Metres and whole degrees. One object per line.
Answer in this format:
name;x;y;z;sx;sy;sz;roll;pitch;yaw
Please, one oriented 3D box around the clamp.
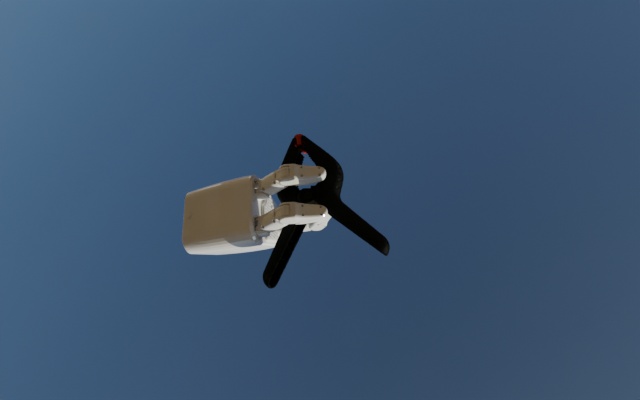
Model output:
clamp;0.000;0.002;0.627;0.164;0.210;0.036;-11;-27;14
